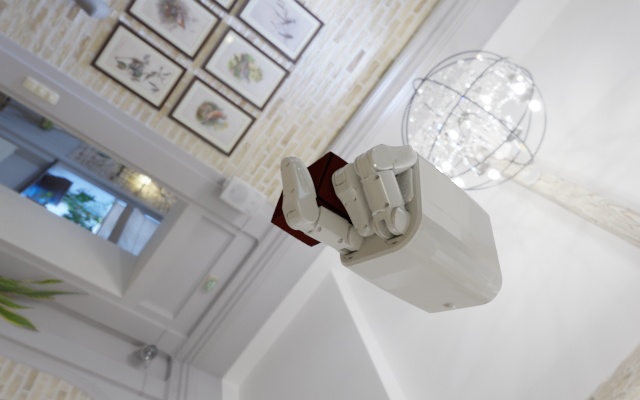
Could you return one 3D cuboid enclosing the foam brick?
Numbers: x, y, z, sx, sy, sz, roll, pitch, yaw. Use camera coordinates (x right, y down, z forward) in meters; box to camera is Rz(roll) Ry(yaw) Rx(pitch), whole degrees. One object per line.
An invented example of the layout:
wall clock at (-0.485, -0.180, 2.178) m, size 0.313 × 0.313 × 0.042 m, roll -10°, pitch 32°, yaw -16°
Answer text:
foam brick at (0.000, 0.001, 0.440) m, size 0.051 × 0.053 × 0.078 m, roll 34°, pitch -34°, yaw -22°
